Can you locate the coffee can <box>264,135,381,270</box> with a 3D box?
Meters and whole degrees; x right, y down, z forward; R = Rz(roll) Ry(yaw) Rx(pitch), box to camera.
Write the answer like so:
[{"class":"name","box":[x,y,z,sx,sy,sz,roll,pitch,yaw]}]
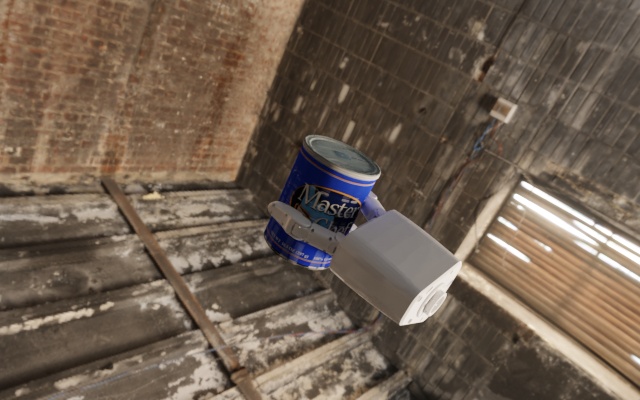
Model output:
[{"class":"coffee can","box":[0.000,0.002,0.608,0.103,0.140,0.102,21,23,-9]}]
